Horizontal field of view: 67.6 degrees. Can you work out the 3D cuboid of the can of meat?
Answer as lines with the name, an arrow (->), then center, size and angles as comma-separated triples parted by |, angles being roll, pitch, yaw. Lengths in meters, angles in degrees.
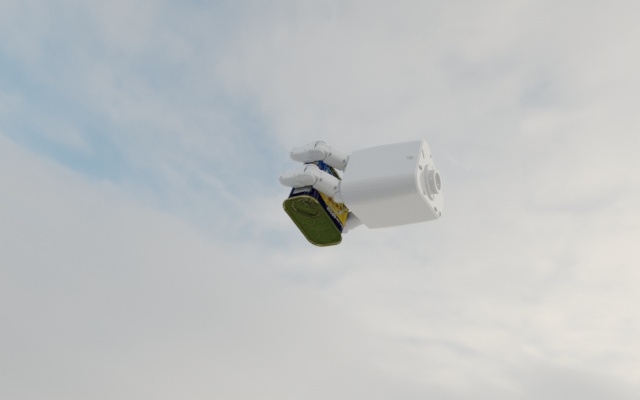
can of meat -> 0.000, 0.002, 0.692 | 0.057, 0.084, 0.102 | -11, -50, 32
